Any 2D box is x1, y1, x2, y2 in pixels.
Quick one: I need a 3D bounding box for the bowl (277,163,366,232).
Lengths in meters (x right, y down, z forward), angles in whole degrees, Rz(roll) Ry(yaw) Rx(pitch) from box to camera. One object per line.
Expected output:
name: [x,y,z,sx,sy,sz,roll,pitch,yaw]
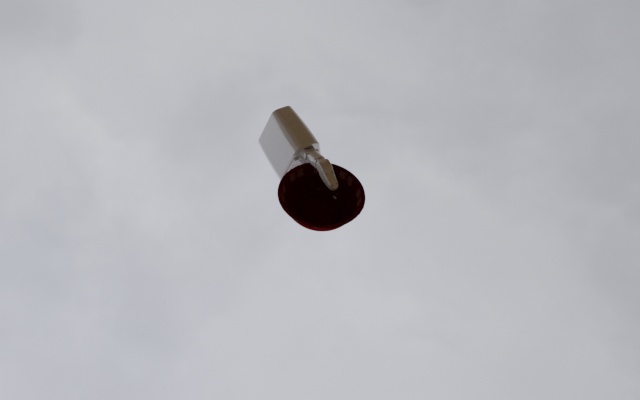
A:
bowl: [0.001,0.004,0.889,0.162,0.162,0.055,0,-41,-7]
